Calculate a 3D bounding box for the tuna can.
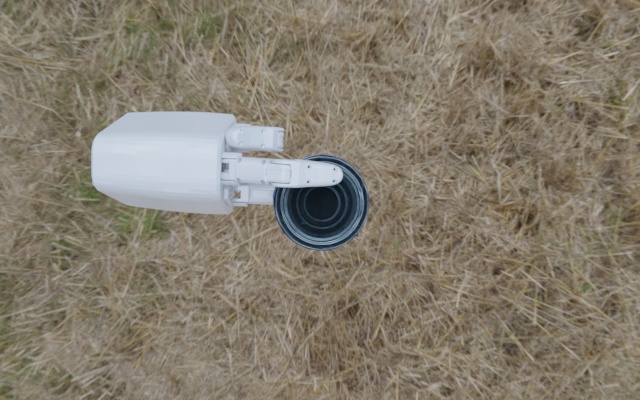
[{"bbox_3d":[0.000,0.001,0.430,0.086,0.086,0.034,0,4,-6],"label":"tuna can"}]
